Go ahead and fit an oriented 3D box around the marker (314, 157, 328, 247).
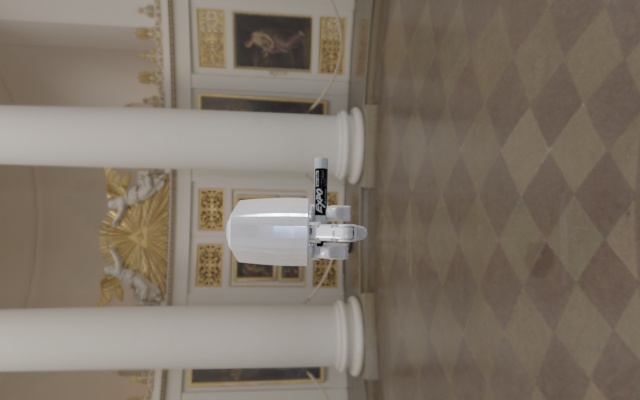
[{"bbox_3d":[0.000,0.002,0.652,0.020,0.121,0.020,1,-4,0],"label":"marker"}]
